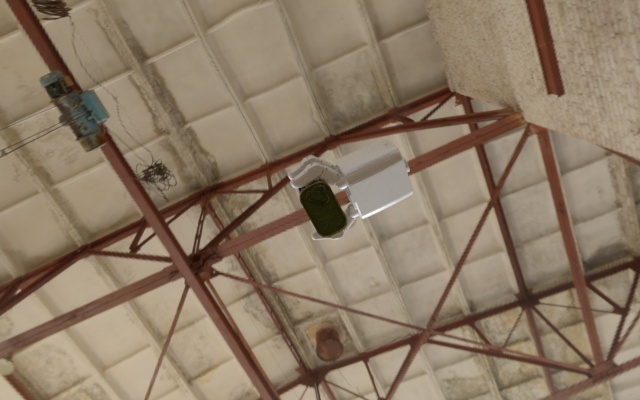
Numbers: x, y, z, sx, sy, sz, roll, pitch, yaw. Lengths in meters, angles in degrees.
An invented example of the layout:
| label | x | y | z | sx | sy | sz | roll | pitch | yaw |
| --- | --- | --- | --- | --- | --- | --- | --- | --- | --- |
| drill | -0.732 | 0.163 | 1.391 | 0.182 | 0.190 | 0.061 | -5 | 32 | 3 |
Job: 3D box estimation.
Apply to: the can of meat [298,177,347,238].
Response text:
| label | x | y | z | sx | sy | sz | roll | pitch | yaw |
| --- | --- | --- | --- | --- | --- | --- | --- | --- | --- |
| can of meat | 0.000 | 0.003 | 0.856 | 0.057 | 0.102 | 0.084 | -28 | 21 | 2 |
